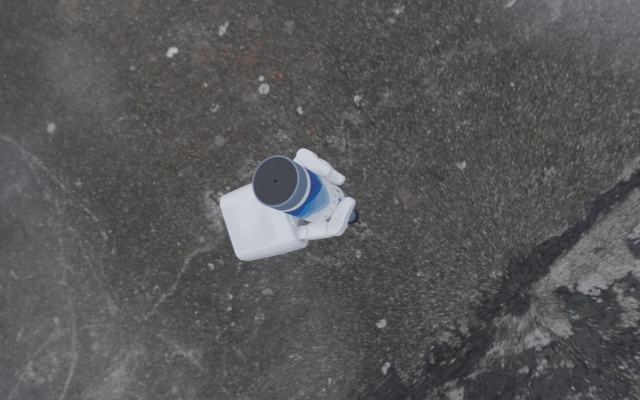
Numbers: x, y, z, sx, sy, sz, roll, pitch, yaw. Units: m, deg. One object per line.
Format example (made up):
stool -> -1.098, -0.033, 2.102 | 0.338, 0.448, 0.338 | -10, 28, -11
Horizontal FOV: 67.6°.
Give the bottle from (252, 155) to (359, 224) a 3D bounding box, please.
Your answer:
bottle -> 0.000, 0.002, 0.723 | 0.069, 0.069, 0.296 | 0, -10, 23
